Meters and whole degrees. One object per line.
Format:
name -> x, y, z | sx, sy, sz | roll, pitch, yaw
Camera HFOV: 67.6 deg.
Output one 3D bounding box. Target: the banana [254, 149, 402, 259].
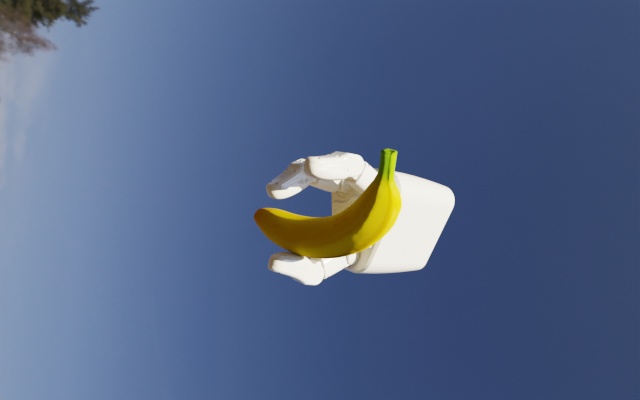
banana -> 0.005, 0.019, 0.426 | 0.037, 0.069, 0.198 | 1, -16, -41
